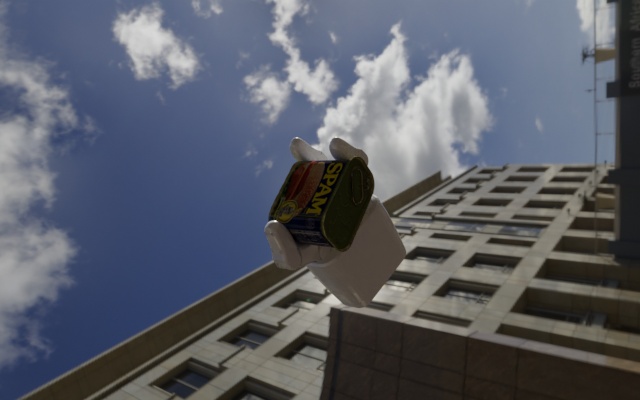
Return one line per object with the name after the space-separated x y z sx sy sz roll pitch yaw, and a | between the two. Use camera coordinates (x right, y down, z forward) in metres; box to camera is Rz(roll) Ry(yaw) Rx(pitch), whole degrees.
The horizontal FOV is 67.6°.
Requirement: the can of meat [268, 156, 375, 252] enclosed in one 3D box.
0.000 0.002 0.527 0.084 0.102 0.057 2 -34 39 | can of meat
